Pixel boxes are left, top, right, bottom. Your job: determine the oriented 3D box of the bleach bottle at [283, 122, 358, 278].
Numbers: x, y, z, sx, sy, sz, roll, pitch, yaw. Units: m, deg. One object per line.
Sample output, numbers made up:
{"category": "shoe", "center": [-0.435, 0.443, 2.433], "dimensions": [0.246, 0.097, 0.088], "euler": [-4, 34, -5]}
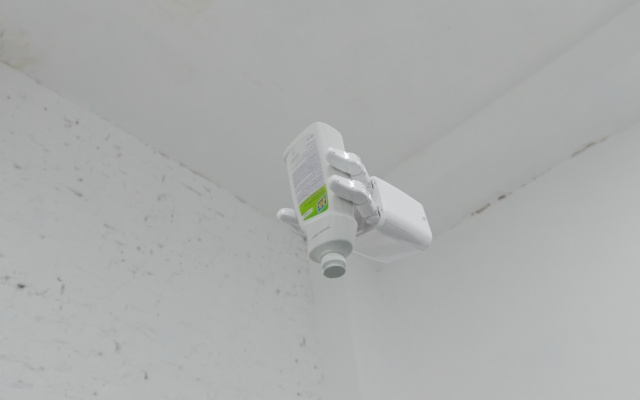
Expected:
{"category": "bleach bottle", "center": [0.000, 0.002, 0.682], "dimensions": [0.068, 0.250, 0.103], "euler": [25, -51, -31]}
